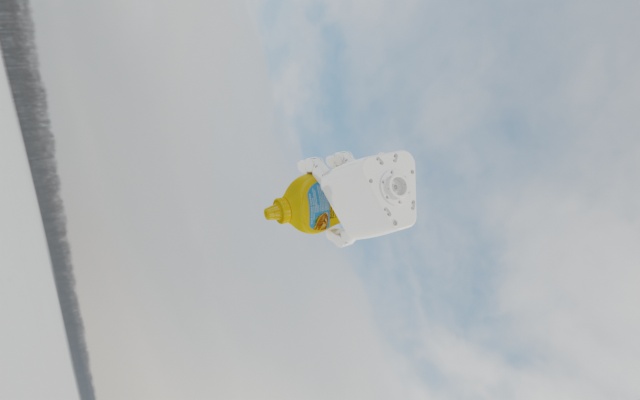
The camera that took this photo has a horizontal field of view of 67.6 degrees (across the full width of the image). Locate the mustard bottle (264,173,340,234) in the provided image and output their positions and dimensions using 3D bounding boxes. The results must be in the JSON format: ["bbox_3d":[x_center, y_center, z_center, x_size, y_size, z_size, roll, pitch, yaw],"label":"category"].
[{"bbox_3d":[0.000,0.002,0.765,0.191,0.096,0.058,-13,21,-29],"label":"mustard bottle"}]
